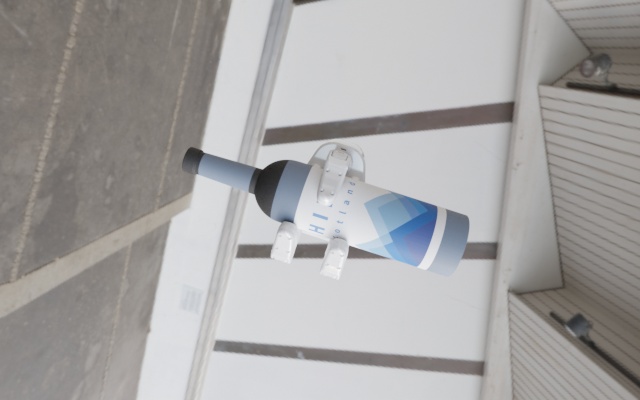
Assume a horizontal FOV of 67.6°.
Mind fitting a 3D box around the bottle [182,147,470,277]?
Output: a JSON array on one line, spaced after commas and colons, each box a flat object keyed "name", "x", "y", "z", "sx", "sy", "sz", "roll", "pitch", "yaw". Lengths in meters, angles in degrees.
[{"name": "bottle", "x": 0.000, "y": 0.002, "z": 0.496, "sx": 0.296, "sy": 0.069, "sz": 0.069, "roll": 18, "pitch": 1, "yaw": 2}]
